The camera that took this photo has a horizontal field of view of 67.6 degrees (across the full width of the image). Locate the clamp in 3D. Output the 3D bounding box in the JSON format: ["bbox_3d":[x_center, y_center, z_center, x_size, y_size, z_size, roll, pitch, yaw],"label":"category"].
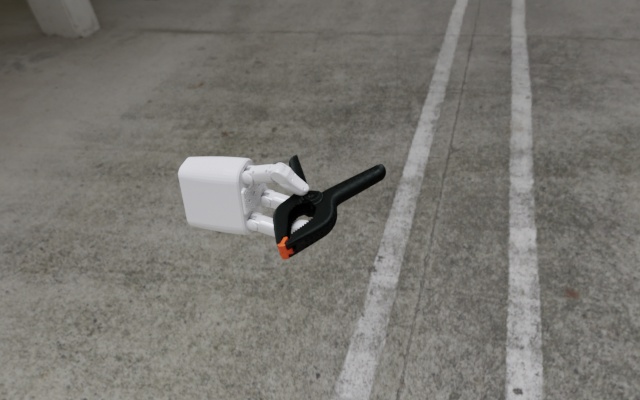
[{"bbox_3d":[0.000,0.002,0.701,0.164,0.036,0.209,3,42,20],"label":"clamp"}]
